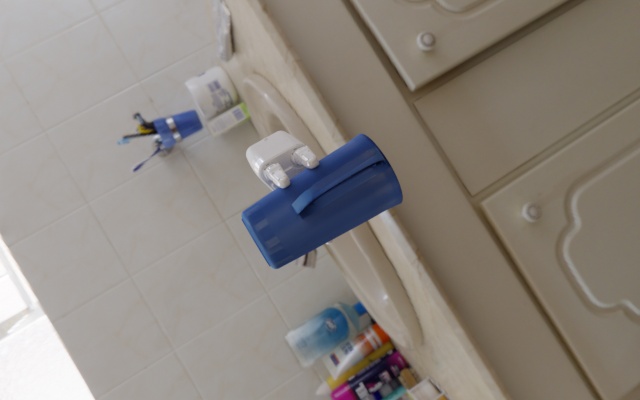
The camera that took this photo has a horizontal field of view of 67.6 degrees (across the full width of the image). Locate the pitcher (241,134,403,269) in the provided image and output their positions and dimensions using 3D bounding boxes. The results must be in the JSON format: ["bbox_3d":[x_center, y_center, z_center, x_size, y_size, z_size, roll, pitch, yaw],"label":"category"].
[{"bbox_3d":[0.000,0.002,0.762,0.243,0.149,0.145,-31,34,-8],"label":"pitcher"}]
